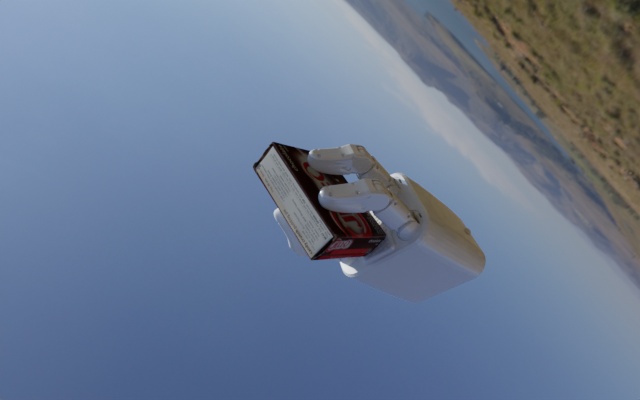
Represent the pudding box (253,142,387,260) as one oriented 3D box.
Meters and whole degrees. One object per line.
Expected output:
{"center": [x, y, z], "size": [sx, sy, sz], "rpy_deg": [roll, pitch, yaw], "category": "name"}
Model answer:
{"center": [0.000, 0.002, 0.447], "size": [0.039, 0.113, 0.090], "rpy_deg": [-47, -27, 22], "category": "pudding box"}
